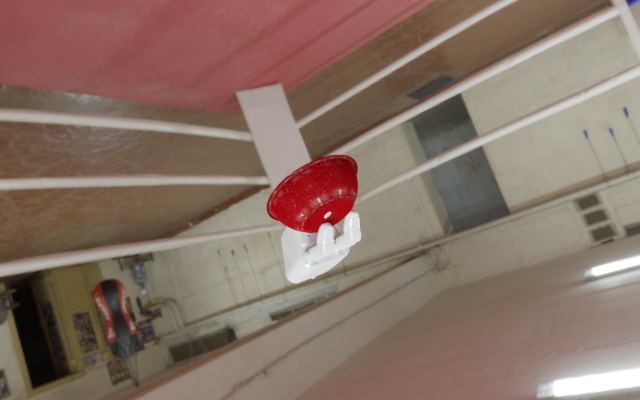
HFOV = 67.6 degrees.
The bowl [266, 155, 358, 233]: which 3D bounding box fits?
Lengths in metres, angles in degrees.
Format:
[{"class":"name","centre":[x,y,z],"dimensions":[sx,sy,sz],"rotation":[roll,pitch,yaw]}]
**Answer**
[{"class":"bowl","centre":[0.000,0.002,0.740],"dimensions":[0.162,0.055,0.162],"rotation":[-25,-27,-13]}]
